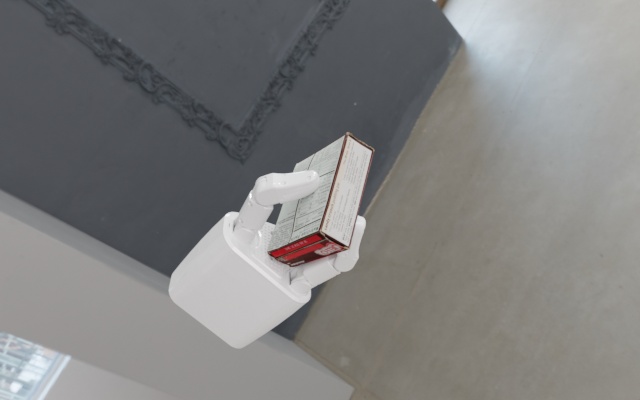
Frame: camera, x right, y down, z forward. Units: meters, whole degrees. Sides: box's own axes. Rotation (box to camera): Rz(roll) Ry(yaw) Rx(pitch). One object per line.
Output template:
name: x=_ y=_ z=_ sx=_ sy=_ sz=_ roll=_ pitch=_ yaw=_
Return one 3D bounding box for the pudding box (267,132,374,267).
pudding box: x=0.000 y=0.001 z=0.456 sx=0.039 sy=0.113 sz=0.090 roll=31 pitch=-32 yaw=-26
